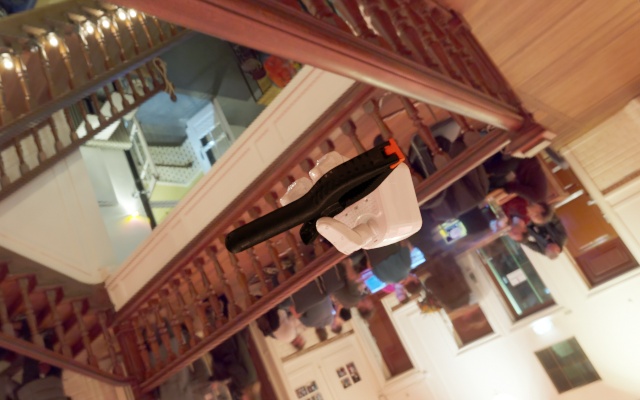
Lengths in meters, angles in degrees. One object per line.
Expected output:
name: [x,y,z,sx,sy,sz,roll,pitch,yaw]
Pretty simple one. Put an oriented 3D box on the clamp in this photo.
clamp: [0.001,0.002,0.540,0.210,0.036,0.164,-39,-19,32]
